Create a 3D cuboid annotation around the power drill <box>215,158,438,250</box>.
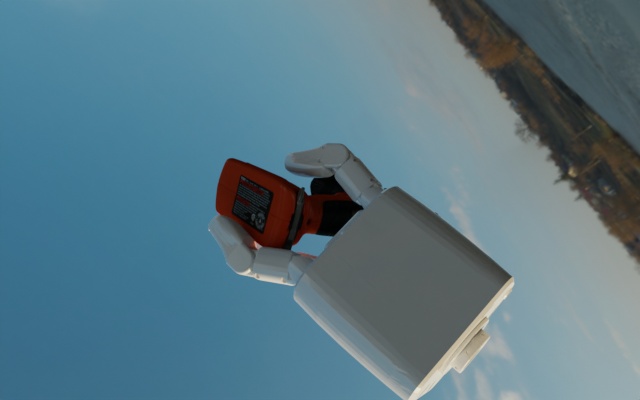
[{"bbox_3d":[0.000,0.002,0.458,0.187,0.057,0.184,4,13,-40],"label":"power drill"}]
